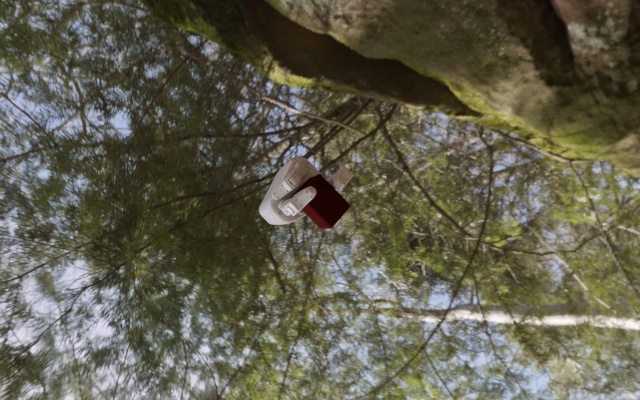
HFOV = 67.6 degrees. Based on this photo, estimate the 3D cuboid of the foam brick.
[{"bbox_3d":[0.000,0.003,0.794,0.053,0.078,0.051,-46,10,-19],"label":"foam brick"}]
